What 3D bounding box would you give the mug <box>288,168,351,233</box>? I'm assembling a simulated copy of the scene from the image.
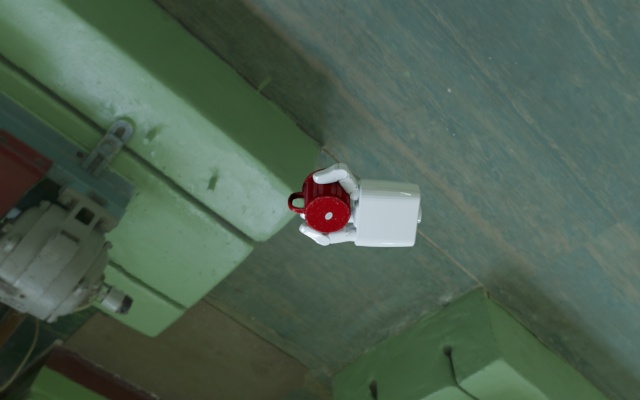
[{"bbox_3d":[-0.001,0.003,0.845,0.117,0.093,0.081,1,34,0],"label":"mug"}]
